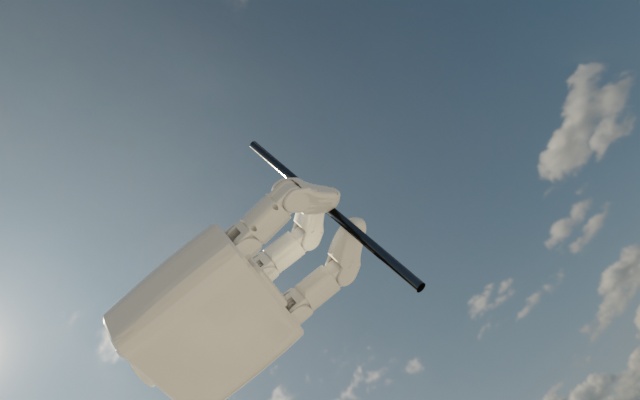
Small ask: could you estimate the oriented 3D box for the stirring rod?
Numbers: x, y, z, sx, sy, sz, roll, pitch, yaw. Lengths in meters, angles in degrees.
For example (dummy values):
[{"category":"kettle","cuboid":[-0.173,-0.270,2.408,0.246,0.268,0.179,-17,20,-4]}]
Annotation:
[{"category":"stirring rod","cuboid":[0.000,0.001,0.403,0.011,0.011,0.239,0,29,-40]}]
